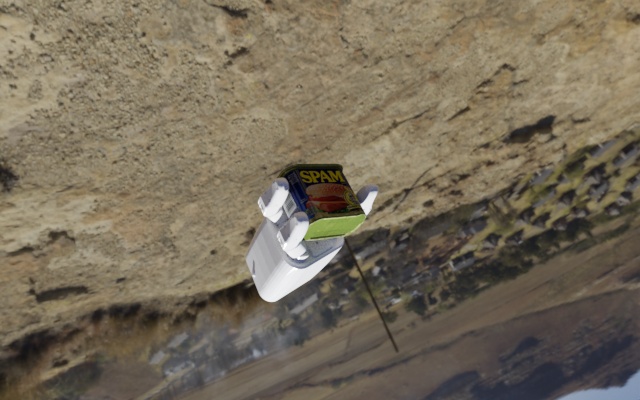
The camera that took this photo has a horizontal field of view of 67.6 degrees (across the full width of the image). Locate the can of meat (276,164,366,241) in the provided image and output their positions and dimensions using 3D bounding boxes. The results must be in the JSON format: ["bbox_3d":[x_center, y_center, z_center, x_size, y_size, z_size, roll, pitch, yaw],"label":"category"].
[{"bbox_3d":[0.000,0.002,0.619,0.102,0.084,0.057,-4,-35,-39],"label":"can of meat"}]
